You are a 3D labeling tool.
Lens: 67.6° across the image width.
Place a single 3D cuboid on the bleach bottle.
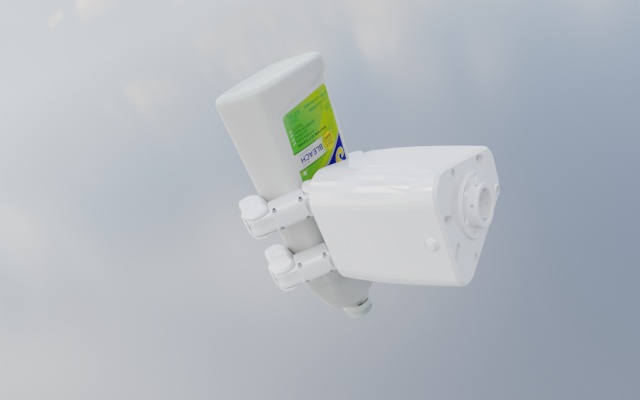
[{"bbox_3d":[0.000,0.001,0.445,0.068,0.251,0.102,-1,33,40],"label":"bleach bottle"}]
